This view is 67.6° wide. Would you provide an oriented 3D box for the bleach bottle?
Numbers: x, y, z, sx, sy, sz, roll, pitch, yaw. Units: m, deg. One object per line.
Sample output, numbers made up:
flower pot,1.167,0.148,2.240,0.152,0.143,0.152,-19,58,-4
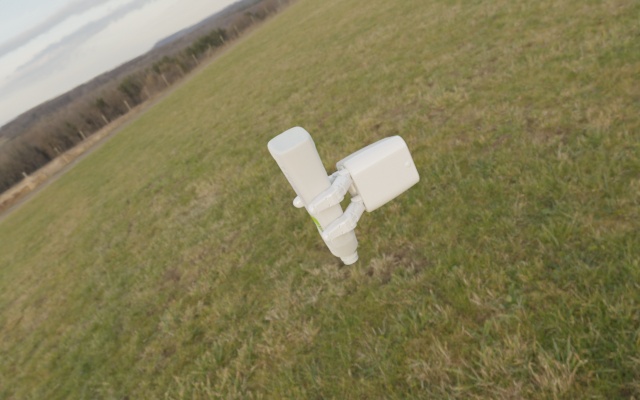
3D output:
bleach bottle,0.000,0.003,0.816,0.068,0.251,0.102,-30,25,-5
